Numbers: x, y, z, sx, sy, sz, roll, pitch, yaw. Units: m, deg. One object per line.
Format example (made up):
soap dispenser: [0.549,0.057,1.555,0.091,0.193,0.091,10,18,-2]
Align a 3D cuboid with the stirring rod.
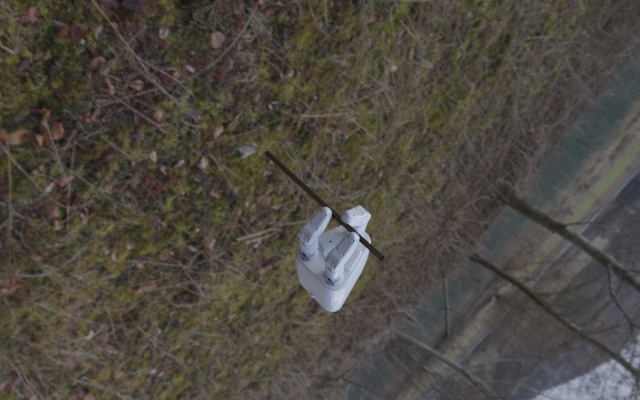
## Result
stirring rod: [0.000,0.002,0.681,0.239,0.011,0.011,42,19,22]
